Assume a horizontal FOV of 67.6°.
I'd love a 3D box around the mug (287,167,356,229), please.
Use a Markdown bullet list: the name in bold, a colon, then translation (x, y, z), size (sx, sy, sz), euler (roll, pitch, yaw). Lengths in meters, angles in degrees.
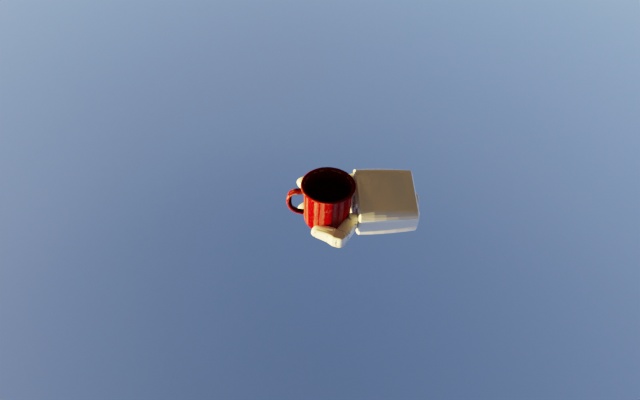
- **mug**: translation (-0.001, 0.003, 0.823), size (0.117, 0.082, 0.093), euler (-1, 44, -3)
